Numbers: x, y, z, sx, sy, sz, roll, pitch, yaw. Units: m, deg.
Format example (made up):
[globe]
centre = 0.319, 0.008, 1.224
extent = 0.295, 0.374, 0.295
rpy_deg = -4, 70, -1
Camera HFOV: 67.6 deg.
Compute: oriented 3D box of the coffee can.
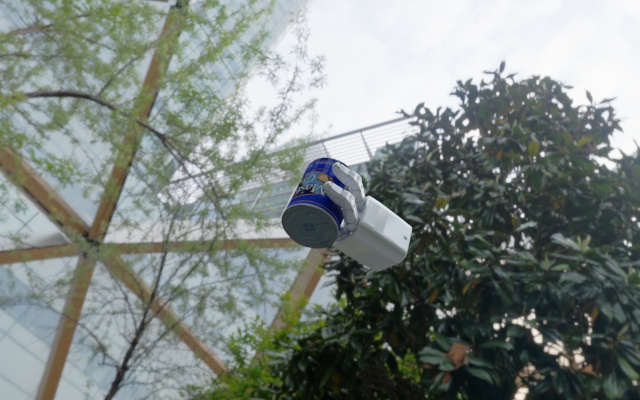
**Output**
[coffee can]
centre = 0.000, 0.003, 0.872
extent = 0.103, 0.103, 0.140
rpy_deg = 0, 40, 22
